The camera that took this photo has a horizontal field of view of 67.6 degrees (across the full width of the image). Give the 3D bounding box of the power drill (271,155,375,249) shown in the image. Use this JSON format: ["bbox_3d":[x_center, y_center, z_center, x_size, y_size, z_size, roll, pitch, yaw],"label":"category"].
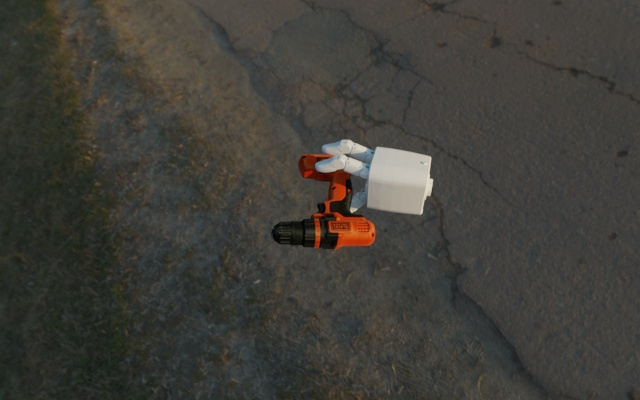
[{"bbox_3d":[0.000,0.002,0.884,0.184,0.187,0.057,2,-33,-10],"label":"power drill"}]
